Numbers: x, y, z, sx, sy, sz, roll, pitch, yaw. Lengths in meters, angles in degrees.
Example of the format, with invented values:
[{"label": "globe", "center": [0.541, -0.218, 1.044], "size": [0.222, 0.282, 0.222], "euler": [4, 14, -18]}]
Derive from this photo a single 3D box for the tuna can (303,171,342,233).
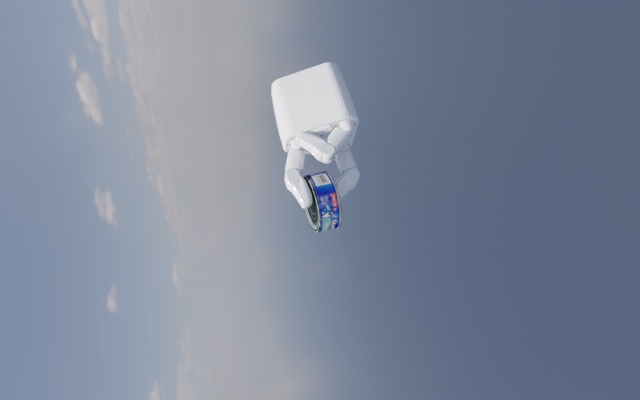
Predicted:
[{"label": "tuna can", "center": [0.000, 0.002, 0.686], "size": [0.034, 0.086, 0.086], "euler": [-12, 3, -15]}]
